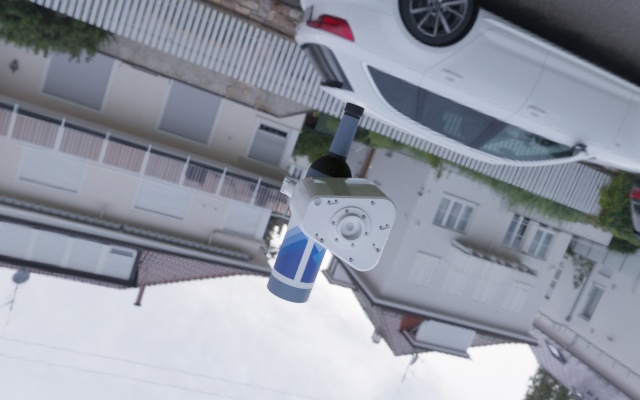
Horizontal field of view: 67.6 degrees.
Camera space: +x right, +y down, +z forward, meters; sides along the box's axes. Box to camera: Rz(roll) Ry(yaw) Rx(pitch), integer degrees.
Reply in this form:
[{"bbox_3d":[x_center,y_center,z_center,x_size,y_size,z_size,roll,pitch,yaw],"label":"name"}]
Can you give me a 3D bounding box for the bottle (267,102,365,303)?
[{"bbox_3d":[0.000,0.002,0.695,0.069,0.296,0.069,20,9,-3],"label":"bottle"}]
